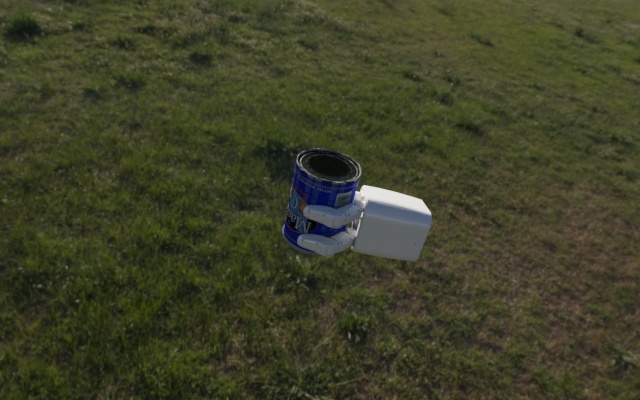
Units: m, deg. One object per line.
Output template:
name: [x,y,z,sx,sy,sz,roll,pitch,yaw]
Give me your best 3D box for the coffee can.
coffee can: [0.000,0.003,0.765,0.103,0.140,0.102,9,33,-6]
